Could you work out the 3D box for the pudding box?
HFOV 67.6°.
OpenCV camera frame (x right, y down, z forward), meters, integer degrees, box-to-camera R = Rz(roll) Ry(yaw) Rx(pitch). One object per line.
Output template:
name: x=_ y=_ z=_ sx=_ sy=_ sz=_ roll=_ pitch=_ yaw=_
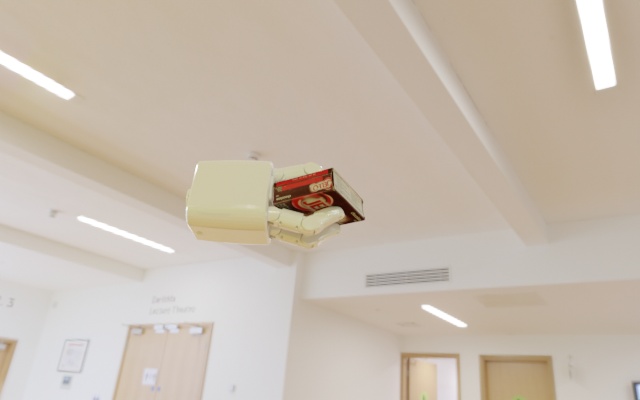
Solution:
pudding box: x=0.000 y=0.002 z=0.660 sx=0.090 sy=0.039 sz=0.113 roll=-13 pitch=-26 yaw=23
